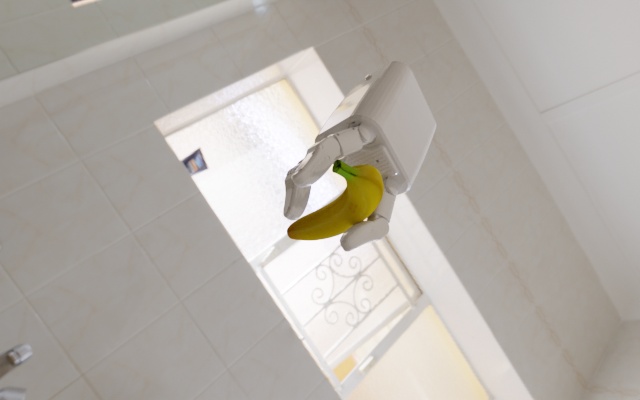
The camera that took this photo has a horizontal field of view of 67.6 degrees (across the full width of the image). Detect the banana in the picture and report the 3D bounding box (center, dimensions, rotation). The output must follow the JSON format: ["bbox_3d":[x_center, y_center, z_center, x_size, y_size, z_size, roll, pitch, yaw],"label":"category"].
[{"bbox_3d":[0.019,0.006,0.505,0.069,0.037,0.198,17,-27,-10],"label":"banana"}]
